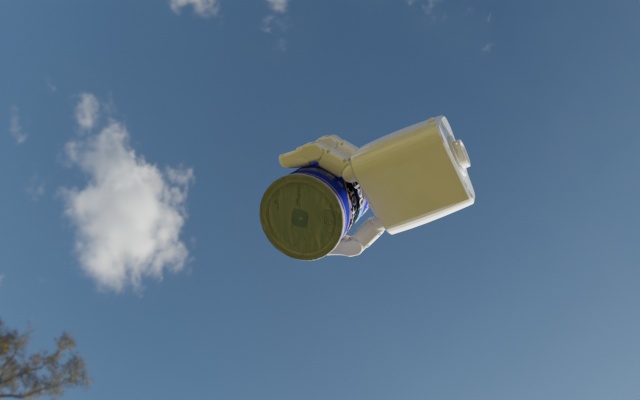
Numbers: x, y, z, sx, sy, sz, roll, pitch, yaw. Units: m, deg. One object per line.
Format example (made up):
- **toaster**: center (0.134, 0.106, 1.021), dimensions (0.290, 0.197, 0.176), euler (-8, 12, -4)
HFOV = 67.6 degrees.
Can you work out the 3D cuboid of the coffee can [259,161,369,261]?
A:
- **coffee can**: center (0.000, 0.002, 0.601), dimensions (0.103, 0.103, 0.140), euler (0, 16, 20)
